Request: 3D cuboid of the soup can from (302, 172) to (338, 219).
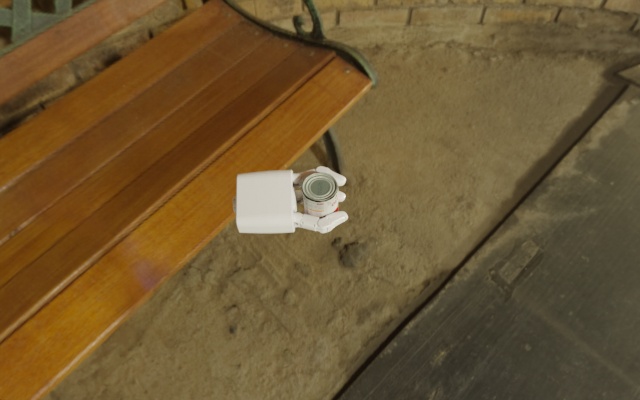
[{"bbox_3d":[0.001,0.003,0.898,0.068,0.068,0.102,0,-35,2],"label":"soup can"}]
